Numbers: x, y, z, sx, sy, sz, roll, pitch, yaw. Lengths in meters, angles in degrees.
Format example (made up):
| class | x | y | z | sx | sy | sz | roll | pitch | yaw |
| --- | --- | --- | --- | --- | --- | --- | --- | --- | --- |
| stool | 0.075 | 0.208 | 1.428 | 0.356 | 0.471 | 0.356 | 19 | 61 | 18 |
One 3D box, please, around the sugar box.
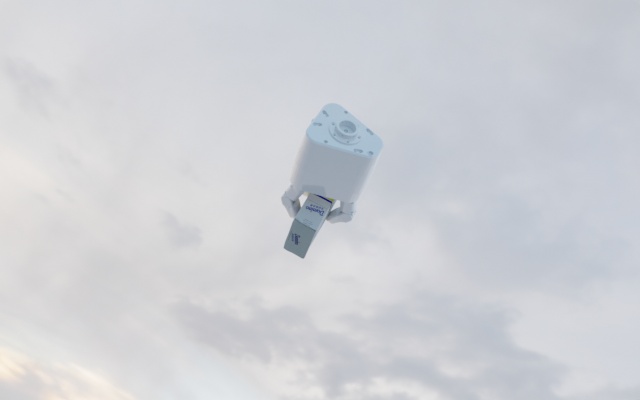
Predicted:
| class | x | y | z | sx | sy | sz | roll | pitch | yaw |
| --- | --- | --- | --- | --- | --- | --- | --- | --- | --- |
| sugar box | 0.000 | 0.002 | 0.800 | 0.048 | 0.176 | 0.093 | 29 | -38 | 5 |
